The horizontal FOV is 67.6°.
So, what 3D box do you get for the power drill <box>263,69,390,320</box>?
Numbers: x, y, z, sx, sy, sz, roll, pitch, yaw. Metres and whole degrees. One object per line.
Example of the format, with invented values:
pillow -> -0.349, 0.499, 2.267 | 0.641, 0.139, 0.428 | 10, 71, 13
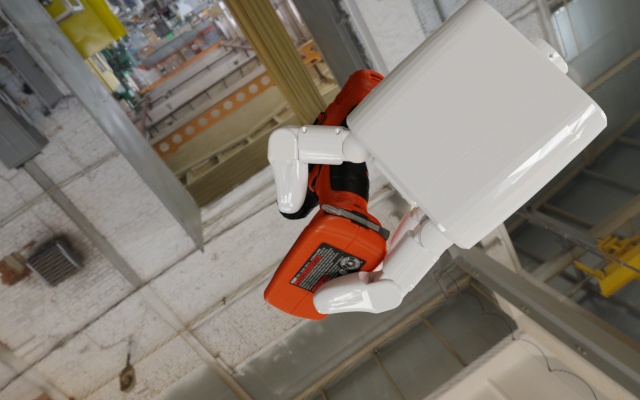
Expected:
power drill -> 0.000, 0.001, 0.405 | 0.057, 0.187, 0.184 | 22, -49, -15
